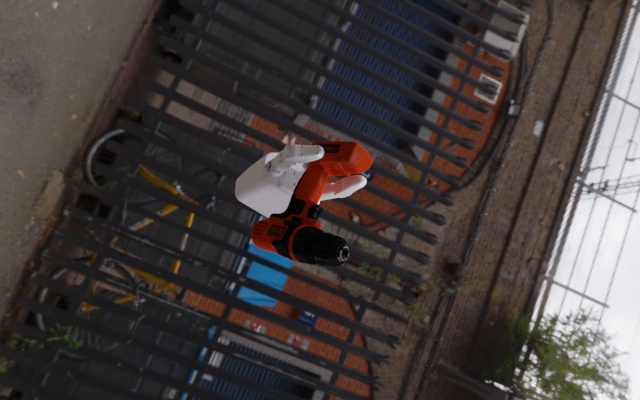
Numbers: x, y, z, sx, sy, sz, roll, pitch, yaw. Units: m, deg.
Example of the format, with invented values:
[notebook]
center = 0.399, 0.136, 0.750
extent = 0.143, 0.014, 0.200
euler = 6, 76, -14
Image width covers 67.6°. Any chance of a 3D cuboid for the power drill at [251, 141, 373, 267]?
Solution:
[power drill]
center = 0.000, 0.002, 0.681
extent = 0.184, 0.187, 0.057
euler = 9, -30, 45
